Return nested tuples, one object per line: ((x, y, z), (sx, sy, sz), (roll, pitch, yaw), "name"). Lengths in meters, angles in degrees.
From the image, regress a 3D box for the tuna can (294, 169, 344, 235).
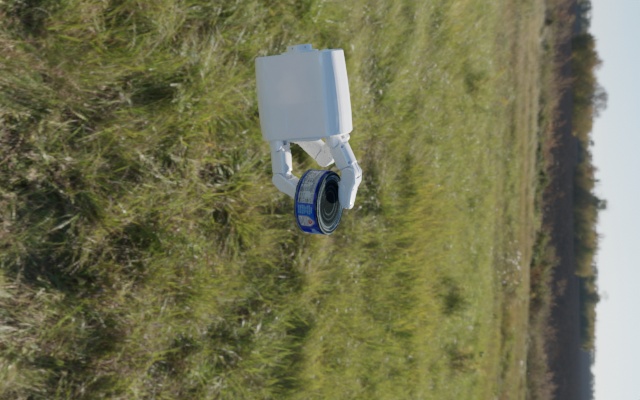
((0.001, 0.002, 0.629), (0.034, 0.086, 0.086), (6, 3, 26), "tuna can")
